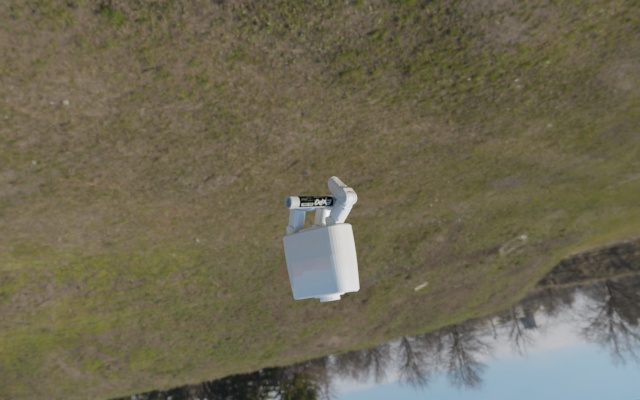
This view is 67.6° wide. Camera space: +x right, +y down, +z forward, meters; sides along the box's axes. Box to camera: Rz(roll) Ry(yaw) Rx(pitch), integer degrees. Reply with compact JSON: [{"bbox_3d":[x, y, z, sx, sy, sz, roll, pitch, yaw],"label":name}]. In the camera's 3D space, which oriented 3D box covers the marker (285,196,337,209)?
[{"bbox_3d":[0.000,0.002,0.736,0.121,0.020,0.020,-1,0,-38],"label":"marker"}]
